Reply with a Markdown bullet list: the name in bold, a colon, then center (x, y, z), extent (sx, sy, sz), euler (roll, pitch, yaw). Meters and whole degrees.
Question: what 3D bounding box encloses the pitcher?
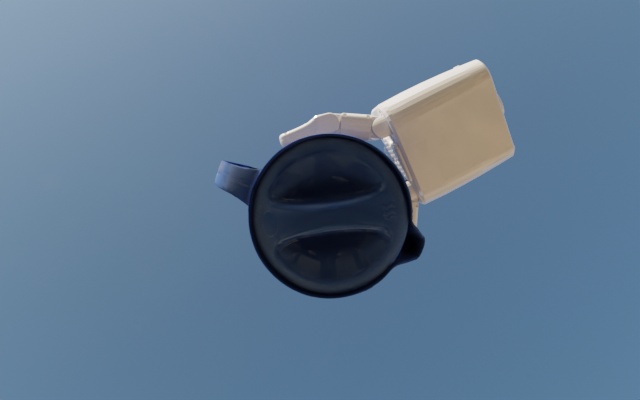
- **pitcher**: center (0.000, 0.002, 0.495), extent (0.145, 0.149, 0.243), euler (-26, 3, 2)
